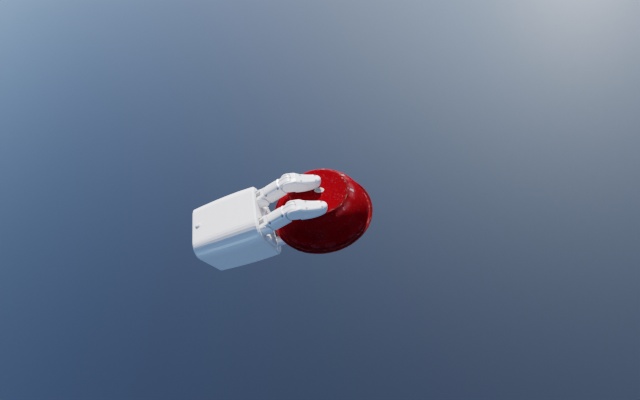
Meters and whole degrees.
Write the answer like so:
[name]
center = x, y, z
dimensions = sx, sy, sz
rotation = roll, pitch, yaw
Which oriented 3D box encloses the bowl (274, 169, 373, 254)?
[bowl]
center = 0.001, 0.002, 0.750
dimensions = 0.162, 0.162, 0.055
rotation = 0, -40, 10
